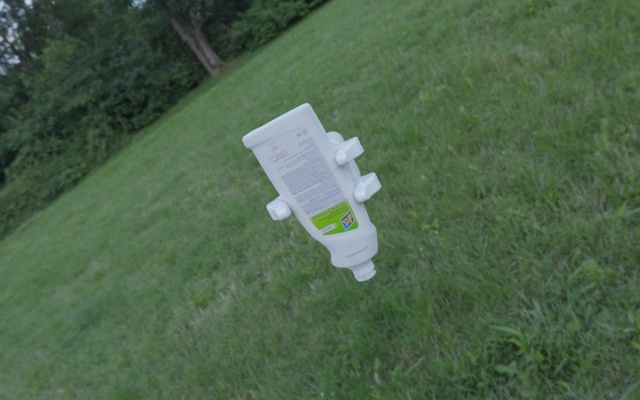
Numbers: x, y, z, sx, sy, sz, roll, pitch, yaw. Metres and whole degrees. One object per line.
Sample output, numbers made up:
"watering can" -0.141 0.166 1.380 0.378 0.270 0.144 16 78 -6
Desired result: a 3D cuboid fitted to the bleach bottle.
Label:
"bleach bottle" 0.000 0.002 0.648 0.102 0.251 0.068 -25 13 11
